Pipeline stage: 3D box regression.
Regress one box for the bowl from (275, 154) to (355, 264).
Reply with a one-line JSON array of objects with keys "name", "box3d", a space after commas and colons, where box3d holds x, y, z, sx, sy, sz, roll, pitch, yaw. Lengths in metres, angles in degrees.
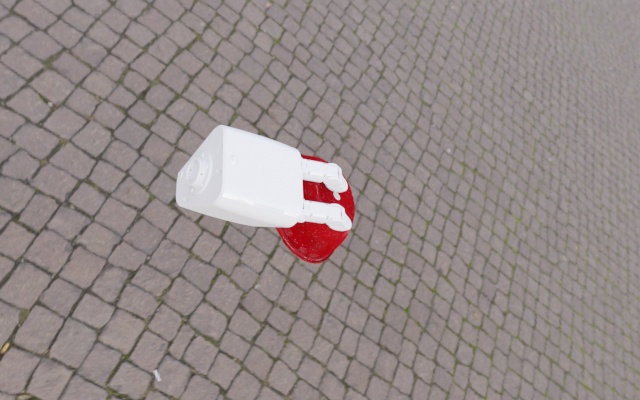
[{"name": "bowl", "box3d": [0.001, 0.002, 0.655, 0.055, 0.162, 0.162, -18, -10, 32]}]
